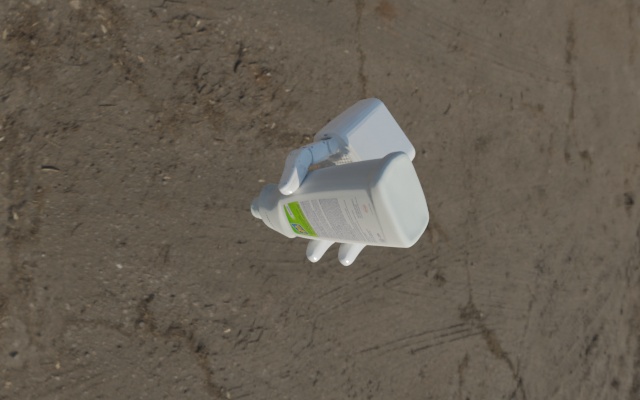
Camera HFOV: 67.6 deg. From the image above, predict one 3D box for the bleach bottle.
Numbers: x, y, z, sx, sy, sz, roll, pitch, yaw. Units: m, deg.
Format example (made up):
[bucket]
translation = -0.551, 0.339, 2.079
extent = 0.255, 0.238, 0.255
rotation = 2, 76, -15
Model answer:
[bleach bottle]
translation = 0.000, 0.002, 0.580
extent = 0.251, 0.103, 0.068
rotation = -1, 34, 44
